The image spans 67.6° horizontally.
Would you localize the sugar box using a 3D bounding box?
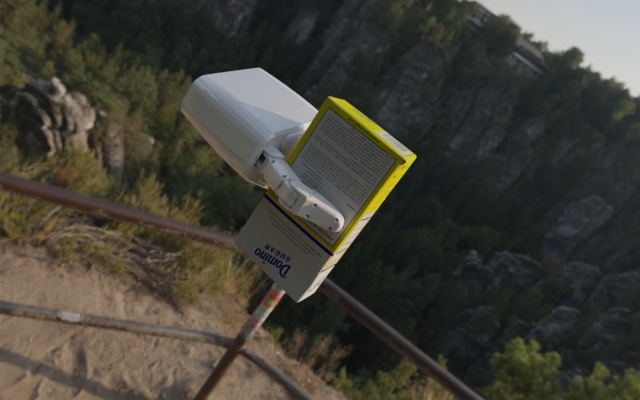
[{"bbox_3d":[0.000,0.001,0.457,0.093,0.176,0.048,42,23,15],"label":"sugar box"}]
